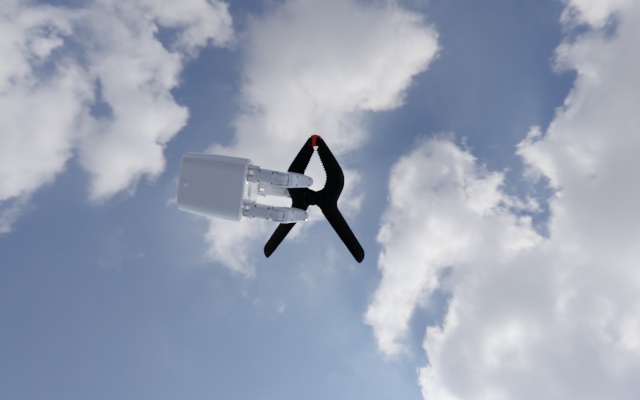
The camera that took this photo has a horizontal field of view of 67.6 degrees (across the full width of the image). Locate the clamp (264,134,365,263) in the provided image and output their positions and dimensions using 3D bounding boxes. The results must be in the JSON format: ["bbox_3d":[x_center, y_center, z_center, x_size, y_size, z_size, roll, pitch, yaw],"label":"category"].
[{"bbox_3d":[0.000,0.002,0.764,0.164,0.210,0.036,9,7,7],"label":"clamp"}]
